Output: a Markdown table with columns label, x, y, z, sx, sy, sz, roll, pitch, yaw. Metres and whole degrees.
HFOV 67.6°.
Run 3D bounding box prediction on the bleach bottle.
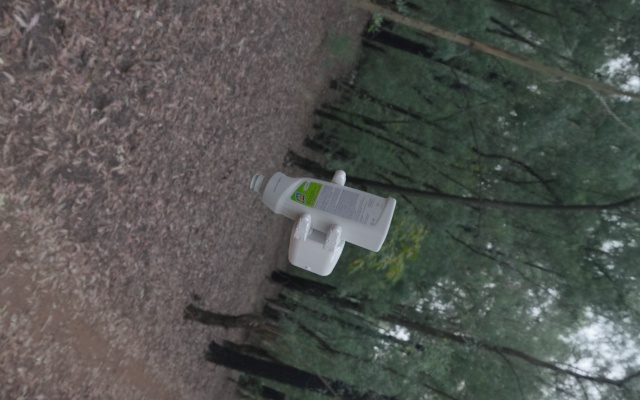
| label | x | y | z | sx | sy | sz | roll | pitch | yaw |
| --- | --- | --- | --- | --- | --- | --- | --- | --- | --- |
| bleach bottle | 0.000 | 0.003 | 0.847 | 0.251 | 0.102 | 0.068 | 20 | -41 | 4 |
